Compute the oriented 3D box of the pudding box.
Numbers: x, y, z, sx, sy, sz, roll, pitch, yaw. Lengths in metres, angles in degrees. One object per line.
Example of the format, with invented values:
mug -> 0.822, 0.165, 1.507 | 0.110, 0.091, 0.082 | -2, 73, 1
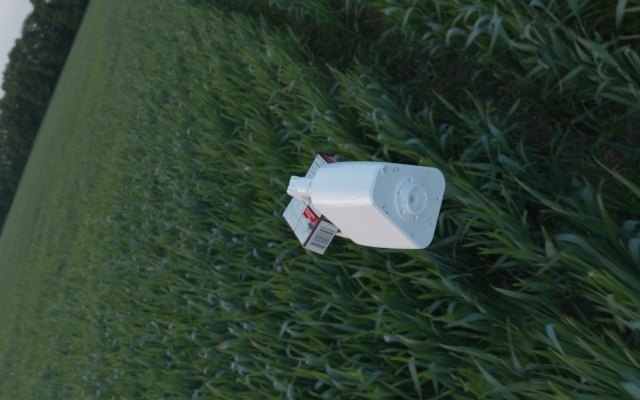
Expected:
pudding box -> 0.000, 0.002, 0.657 | 0.039, 0.113, 0.090 | 23, 16, -33
